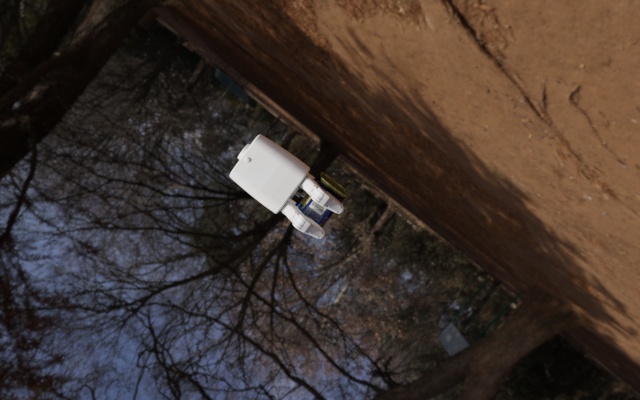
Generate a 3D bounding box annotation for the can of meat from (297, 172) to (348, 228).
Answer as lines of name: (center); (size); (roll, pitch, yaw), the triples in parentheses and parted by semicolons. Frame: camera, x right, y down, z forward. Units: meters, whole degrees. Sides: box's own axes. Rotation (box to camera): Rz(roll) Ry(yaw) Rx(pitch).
can of meat: (0.000, 0.003, 0.856); (0.057, 0.084, 0.102); (36, 8, -8)
